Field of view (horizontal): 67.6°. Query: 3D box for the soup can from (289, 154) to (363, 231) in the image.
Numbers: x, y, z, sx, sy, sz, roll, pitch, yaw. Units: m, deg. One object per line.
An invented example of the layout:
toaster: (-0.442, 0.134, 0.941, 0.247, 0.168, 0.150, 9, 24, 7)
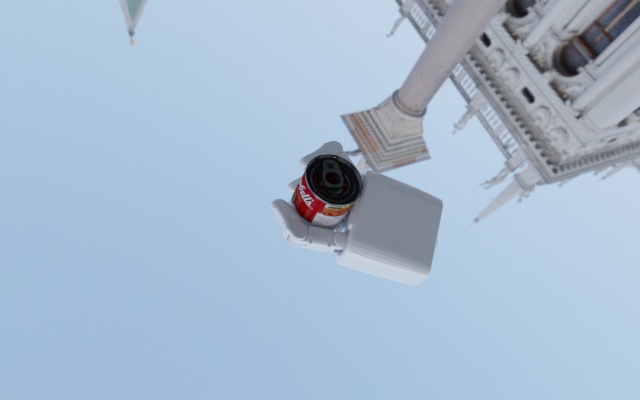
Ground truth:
soup can: (0.000, 0.002, 0.567, 0.068, 0.068, 0.102, 0, -31, -21)
